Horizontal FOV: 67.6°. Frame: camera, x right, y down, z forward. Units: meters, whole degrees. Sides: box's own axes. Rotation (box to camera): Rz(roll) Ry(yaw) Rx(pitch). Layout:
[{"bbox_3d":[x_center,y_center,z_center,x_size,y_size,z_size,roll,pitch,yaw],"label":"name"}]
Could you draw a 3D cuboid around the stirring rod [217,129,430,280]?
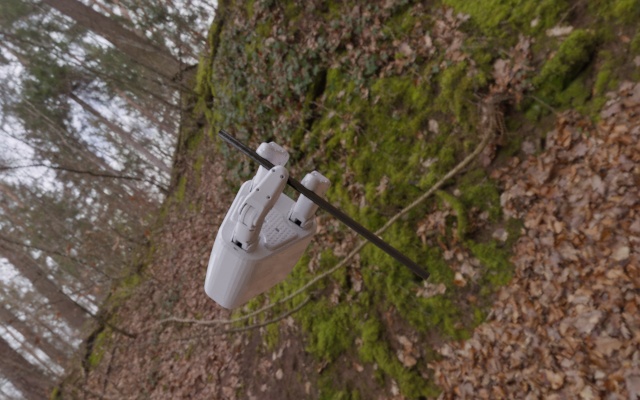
[{"bbox_3d":[0.000,0.002,0.451,0.239,0.011,0.011,35,5,7],"label":"stirring rod"}]
